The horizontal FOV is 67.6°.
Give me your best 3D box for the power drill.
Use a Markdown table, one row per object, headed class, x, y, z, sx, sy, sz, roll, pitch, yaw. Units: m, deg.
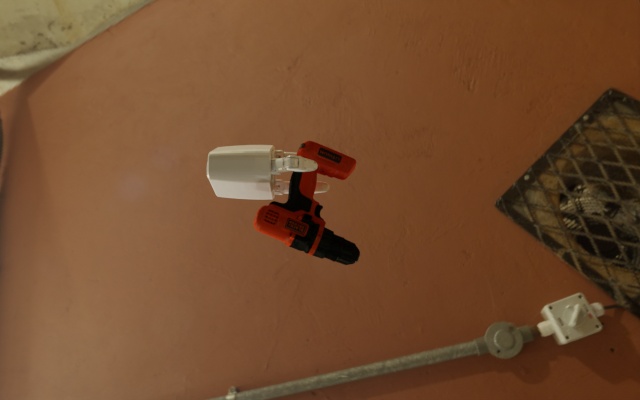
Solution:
| class | x | y | z | sx | sy | sz | roll | pitch | yaw |
| --- | --- | --- | --- | --- | --- | --- | --- | --- | --- |
| power drill | 0.000 | 0.002 | 0.815 | 0.184 | 0.187 | 0.057 | 23 | -27 | -7 |
